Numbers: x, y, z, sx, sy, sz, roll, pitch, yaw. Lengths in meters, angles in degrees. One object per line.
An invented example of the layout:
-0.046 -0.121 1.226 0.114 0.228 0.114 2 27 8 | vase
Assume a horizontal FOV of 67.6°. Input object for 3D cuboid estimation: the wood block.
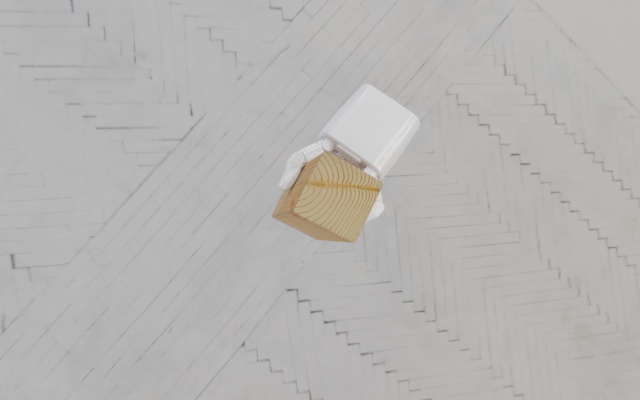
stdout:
0.000 0.002 0.694 0.091 0.090 0.206 29 -10 -10 | wood block
